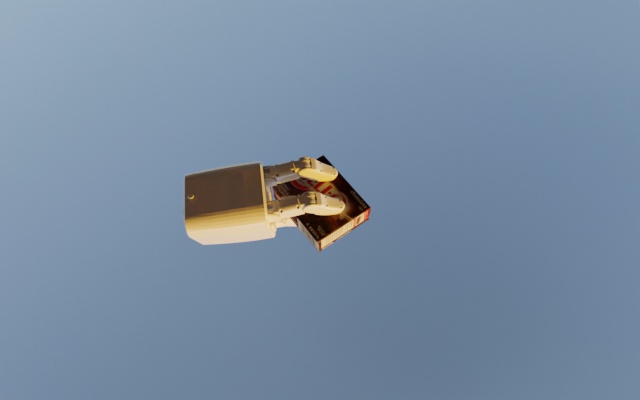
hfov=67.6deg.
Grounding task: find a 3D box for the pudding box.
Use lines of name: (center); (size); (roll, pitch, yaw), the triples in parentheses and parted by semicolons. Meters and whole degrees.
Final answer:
pudding box: (0.000, 0.002, 0.660); (0.090, 0.113, 0.039); (-32, -24, -17)
